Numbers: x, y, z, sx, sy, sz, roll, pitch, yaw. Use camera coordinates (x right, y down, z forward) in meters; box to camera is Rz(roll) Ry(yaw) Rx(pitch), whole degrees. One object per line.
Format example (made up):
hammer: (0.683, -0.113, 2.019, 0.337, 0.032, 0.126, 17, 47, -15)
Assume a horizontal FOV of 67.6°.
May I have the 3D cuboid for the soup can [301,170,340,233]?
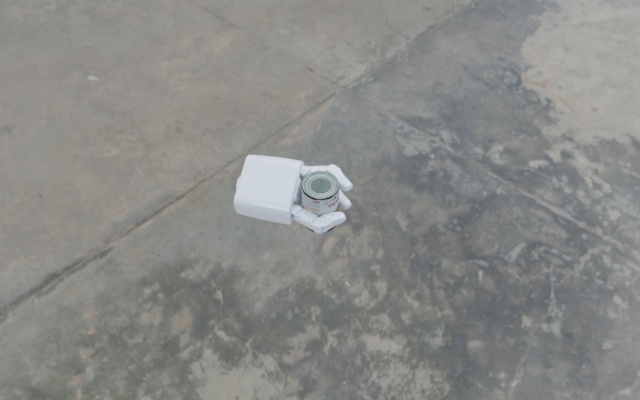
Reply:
soup can: (0.001, 0.003, 0.862, 0.068, 0.068, 0.102, 0, -38, 0)
